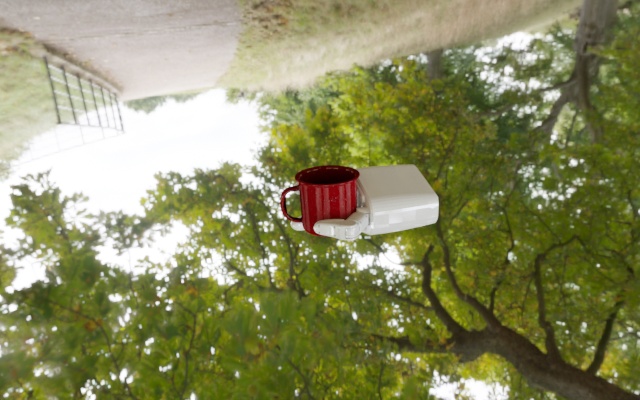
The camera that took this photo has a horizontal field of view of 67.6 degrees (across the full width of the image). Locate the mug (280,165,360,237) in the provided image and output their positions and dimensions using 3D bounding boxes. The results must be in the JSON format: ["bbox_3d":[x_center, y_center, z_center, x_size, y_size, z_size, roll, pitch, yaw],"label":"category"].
[{"bbox_3d":[-0.001,0.003,0.689,0.117,0.081,0.093,-8,21,-11],"label":"mug"}]
